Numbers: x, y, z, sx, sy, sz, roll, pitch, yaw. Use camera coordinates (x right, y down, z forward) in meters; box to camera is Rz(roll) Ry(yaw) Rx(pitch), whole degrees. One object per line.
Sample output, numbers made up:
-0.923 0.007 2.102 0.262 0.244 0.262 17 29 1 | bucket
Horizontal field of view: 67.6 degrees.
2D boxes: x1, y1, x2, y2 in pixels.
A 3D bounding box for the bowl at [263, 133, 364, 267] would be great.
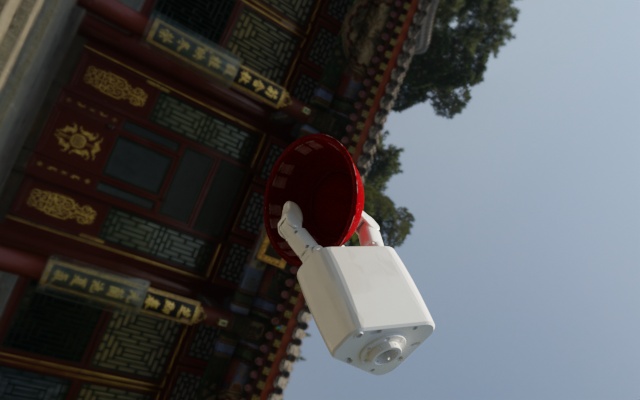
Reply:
0.000 0.001 0.593 0.162 0.162 0.055 0 -7 45 | bowl
